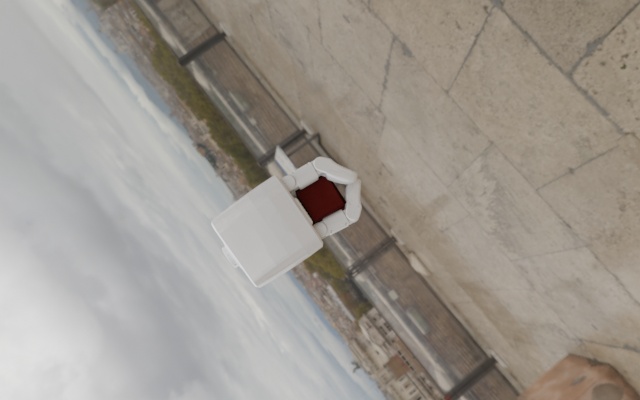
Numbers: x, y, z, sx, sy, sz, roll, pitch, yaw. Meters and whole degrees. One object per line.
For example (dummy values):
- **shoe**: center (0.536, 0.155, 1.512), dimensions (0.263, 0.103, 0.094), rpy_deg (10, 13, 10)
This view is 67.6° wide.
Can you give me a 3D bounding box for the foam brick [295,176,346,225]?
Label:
- **foam brick**: center (0.000, 0.002, 0.672), dimensions (0.051, 0.053, 0.078), rpy_deg (-32, -11, -6)
